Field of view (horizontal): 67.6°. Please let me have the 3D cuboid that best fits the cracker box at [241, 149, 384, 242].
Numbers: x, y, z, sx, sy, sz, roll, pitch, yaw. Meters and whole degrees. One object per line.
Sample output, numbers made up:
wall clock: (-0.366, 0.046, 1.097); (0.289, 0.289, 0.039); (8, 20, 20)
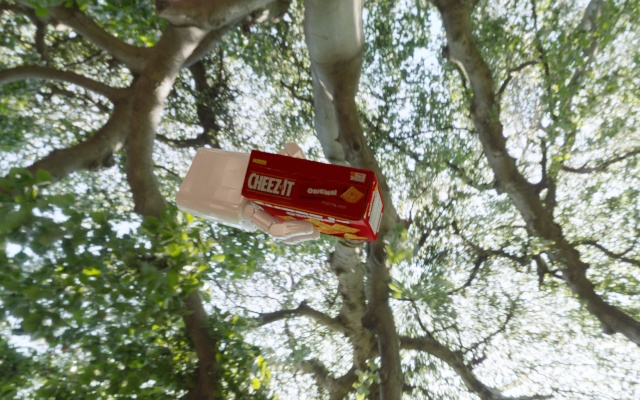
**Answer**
cracker box: (0.000, 0.002, 0.689); (0.164, 0.072, 0.214); (11, -9, 13)
